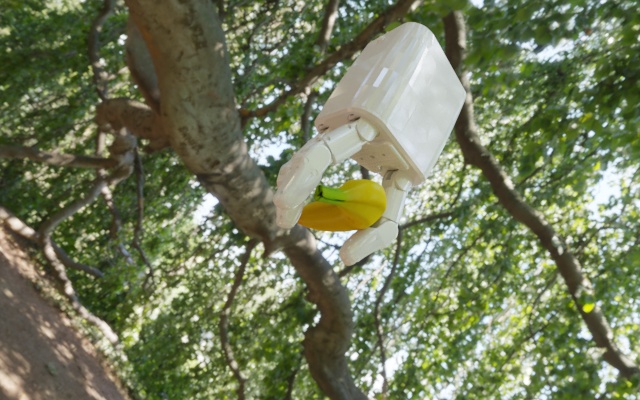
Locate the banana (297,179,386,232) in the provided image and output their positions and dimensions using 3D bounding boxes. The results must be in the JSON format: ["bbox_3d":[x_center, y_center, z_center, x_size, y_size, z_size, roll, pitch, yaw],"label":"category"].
[{"bbox_3d":[0.019,0.006,0.441,0.069,0.037,0.198,14,-11,-5],"label":"banana"}]
